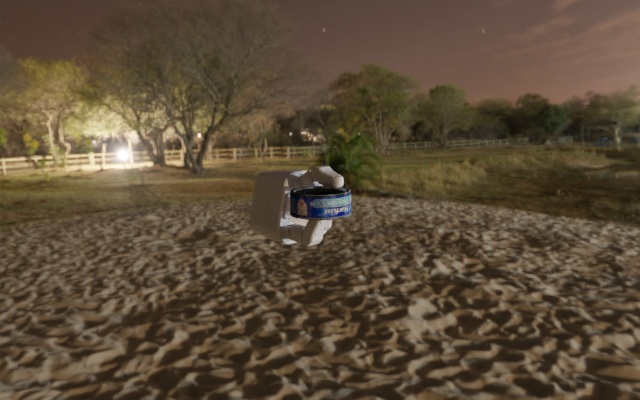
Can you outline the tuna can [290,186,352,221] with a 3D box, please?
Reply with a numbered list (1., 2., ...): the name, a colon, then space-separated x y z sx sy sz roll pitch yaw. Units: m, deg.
1. tuna can: 0.000 0.002 0.656 0.086 0.034 0.086 -1 10 0
